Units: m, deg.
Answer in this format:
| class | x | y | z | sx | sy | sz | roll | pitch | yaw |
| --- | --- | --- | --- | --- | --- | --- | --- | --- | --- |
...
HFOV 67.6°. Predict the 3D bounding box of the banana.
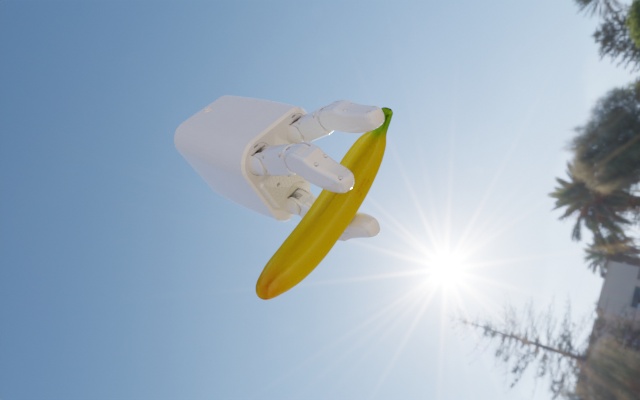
| class | x | y | z | sx | sy | sz | roll | pitch | yaw |
| --- | --- | --- | --- | --- | --- | --- | --- | --- | --- |
| banana | 0.006 | 0.007 | 0.425 | 0.037 | 0.197 | 0.070 | 25 | -18 | 25 |
